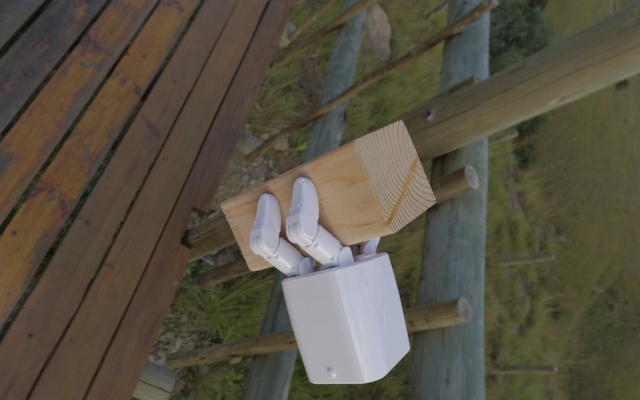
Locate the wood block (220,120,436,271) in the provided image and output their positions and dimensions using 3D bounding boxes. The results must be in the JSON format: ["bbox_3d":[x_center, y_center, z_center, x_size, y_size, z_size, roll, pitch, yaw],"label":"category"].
[{"bbox_3d":[0.001,0.002,0.504,0.206,0.090,0.091,-21,5,42],"label":"wood block"}]
